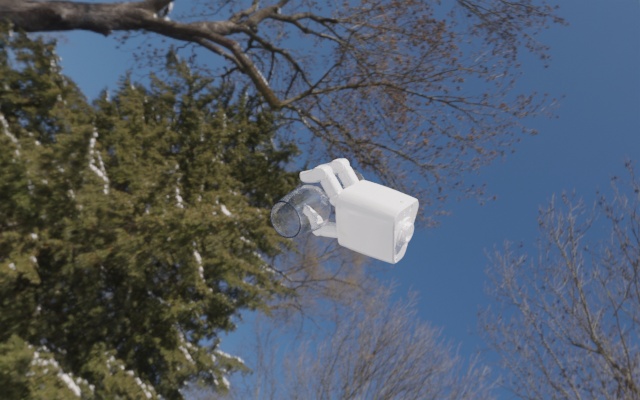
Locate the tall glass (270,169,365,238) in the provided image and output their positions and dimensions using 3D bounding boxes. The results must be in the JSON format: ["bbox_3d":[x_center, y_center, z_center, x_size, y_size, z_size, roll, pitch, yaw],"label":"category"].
[{"bbox_3d":[0.000,0.003,0.825,0.079,0.079,0.201,0,16,36],"label":"tall glass"}]
